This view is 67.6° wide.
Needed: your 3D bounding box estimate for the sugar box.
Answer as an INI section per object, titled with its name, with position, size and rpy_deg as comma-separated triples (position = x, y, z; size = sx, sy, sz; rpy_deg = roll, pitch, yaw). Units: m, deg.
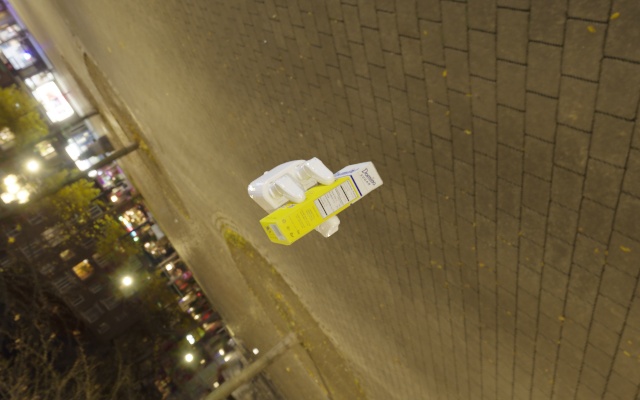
[sugar box]
position = 0.000, 0.002, 0.731
size = 0.176, 0.048, 0.093
rpy_deg = -35, 12, -19
